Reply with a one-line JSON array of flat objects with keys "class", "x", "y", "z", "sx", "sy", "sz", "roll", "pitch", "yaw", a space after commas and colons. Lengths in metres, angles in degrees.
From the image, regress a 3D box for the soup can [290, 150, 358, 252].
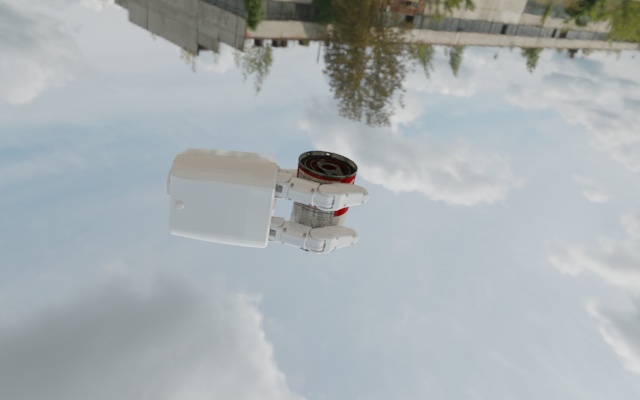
[{"class": "soup can", "x": 0.001, "y": 0.002, "z": 0.558, "sx": 0.068, "sy": 0.102, "sz": 0.068, "roll": 9, "pitch": 27, "yaw": -5}]
